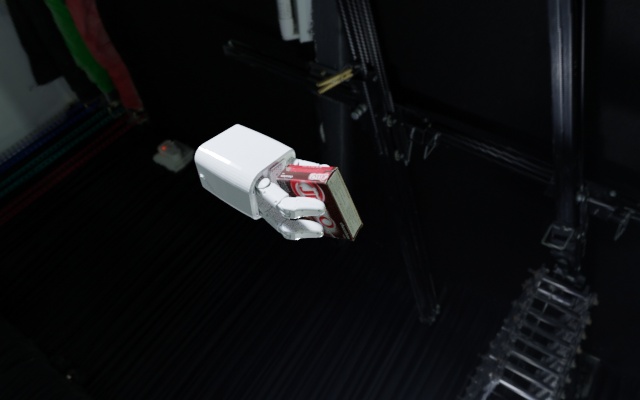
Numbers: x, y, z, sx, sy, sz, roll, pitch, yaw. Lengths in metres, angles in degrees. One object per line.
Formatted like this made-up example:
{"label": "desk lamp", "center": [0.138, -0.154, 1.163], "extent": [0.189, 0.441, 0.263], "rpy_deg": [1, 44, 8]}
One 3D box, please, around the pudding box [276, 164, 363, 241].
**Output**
{"label": "pudding box", "center": [0.000, 0.002, 0.678], "extent": [0.090, 0.114, 0.039], "rpy_deg": [7, 49, 39]}
